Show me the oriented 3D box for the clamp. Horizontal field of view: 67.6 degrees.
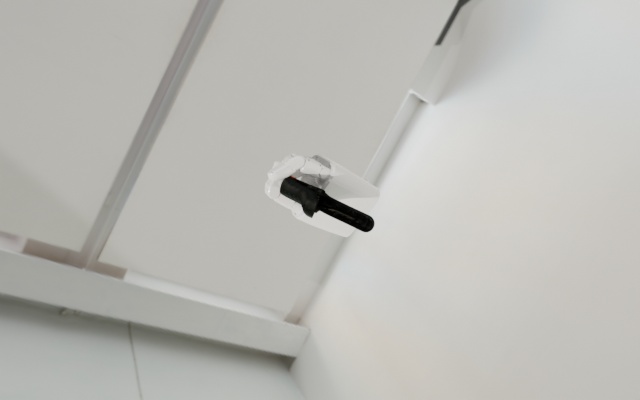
[{"bbox_3d":[0.000,0.003,0.703,0.120,0.039,0.171,25,7,-30],"label":"clamp"}]
